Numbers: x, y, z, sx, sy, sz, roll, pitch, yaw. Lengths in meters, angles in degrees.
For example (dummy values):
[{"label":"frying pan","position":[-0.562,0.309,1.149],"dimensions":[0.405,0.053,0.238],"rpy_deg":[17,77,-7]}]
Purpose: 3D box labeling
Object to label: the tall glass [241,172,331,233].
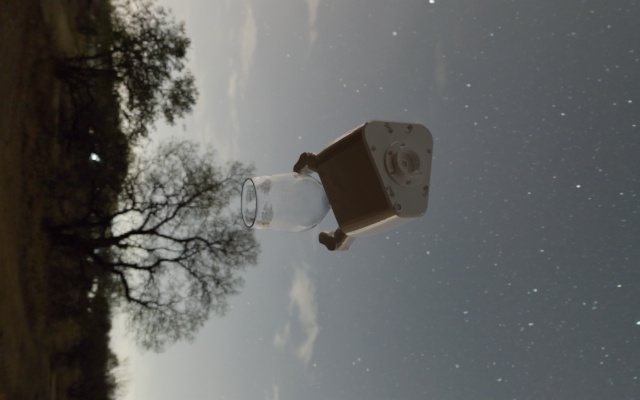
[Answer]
[{"label":"tall glass","position":[0.001,0.002,0.631],"dimensions":[0.201,0.079,0.079],"rpy_deg":[-1,0,-26]}]
